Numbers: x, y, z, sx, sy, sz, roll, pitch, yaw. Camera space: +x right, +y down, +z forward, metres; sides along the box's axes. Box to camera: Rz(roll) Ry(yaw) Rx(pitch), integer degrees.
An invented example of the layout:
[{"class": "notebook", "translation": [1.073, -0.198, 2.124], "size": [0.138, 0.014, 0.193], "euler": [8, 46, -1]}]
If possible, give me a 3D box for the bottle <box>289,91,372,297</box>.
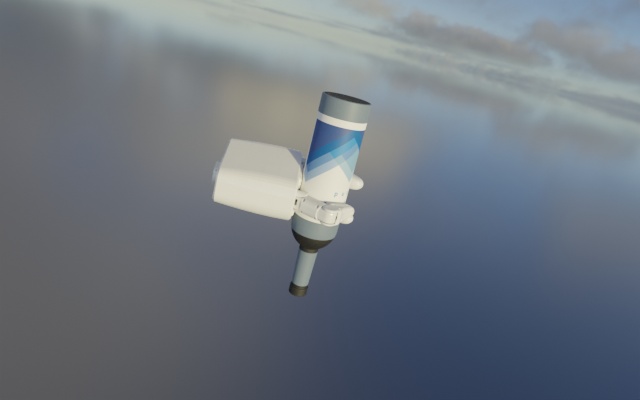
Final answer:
[{"class": "bottle", "translation": [0.000, 0.002, 0.666], "size": [0.069, 0.296, 0.069], "euler": [13, 19, -5]}]
